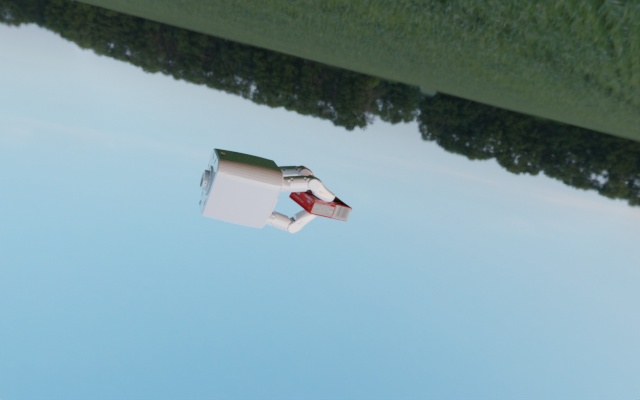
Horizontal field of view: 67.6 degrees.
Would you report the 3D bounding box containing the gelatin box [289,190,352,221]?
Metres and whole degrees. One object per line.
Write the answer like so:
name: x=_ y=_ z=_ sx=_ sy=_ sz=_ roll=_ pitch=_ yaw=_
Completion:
gelatin box: x=0.000 y=0.003 z=0.842 sx=0.089 sy=0.030 sz=0.073 roll=13 pitch=15 yaw=-37
